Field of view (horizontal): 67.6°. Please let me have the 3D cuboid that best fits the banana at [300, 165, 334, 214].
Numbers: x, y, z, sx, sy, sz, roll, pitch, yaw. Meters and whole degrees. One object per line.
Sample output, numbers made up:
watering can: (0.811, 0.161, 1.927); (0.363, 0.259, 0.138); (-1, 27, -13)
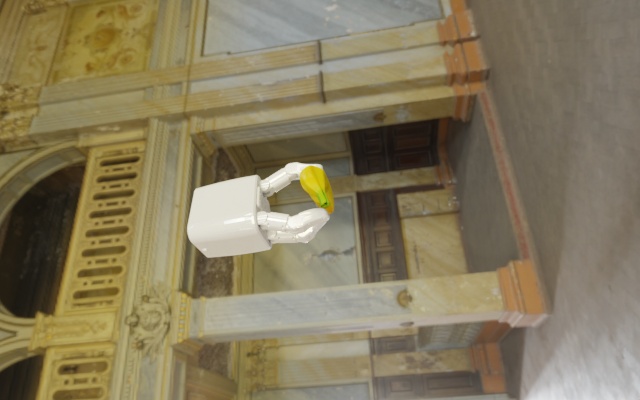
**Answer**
banana: (-0.004, -0.016, 0.717); (0.037, 0.069, 0.198); (-14, -4, 4)
